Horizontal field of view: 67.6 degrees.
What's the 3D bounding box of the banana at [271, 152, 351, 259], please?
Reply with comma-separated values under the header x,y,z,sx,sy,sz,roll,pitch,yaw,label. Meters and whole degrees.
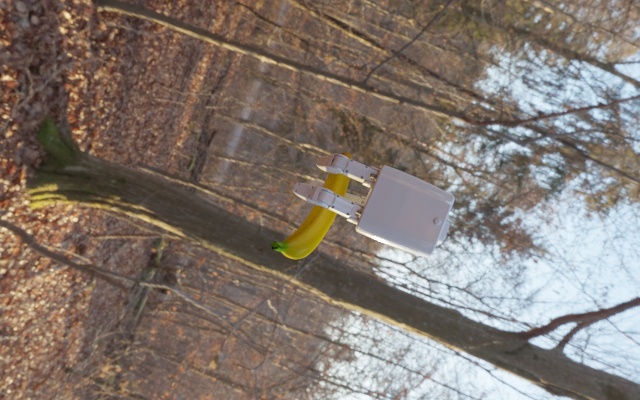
x,y,z,sx,sy,sz,roll,pitch,yaw,label
-0.001,0.016,0.685,0.037,0.197,0.070,22,-34,19,banana
